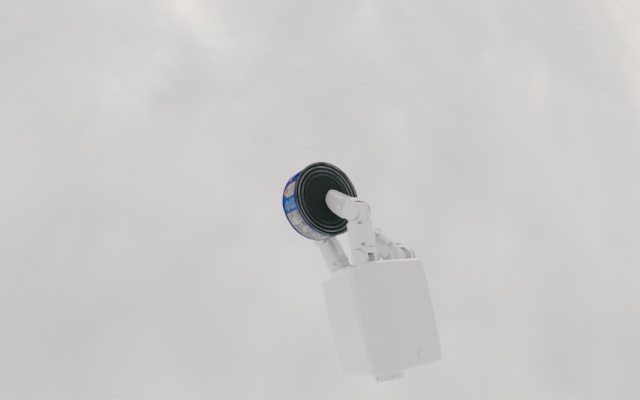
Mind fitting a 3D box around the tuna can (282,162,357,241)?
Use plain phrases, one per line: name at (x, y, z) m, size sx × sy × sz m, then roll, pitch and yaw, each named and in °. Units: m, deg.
tuna can at (0.000, 0.002, 0.545) m, size 0.086 × 0.086 × 0.034 m, roll 0°, pitch -17°, yaw -36°
